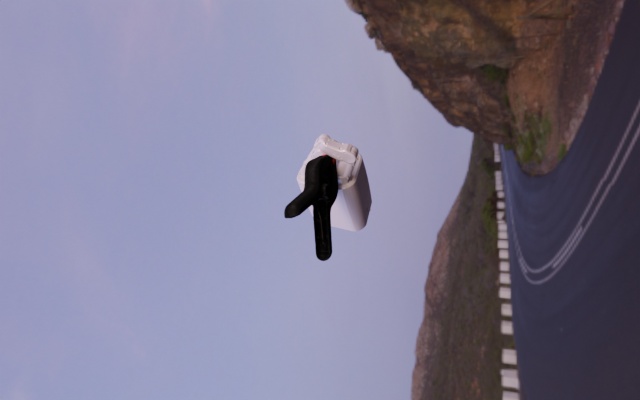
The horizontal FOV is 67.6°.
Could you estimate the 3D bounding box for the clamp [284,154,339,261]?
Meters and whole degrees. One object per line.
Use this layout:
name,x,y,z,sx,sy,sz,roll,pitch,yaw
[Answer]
clamp,0.000,0.002,0.721,0.039,0.120,0.171,-2,42,24
